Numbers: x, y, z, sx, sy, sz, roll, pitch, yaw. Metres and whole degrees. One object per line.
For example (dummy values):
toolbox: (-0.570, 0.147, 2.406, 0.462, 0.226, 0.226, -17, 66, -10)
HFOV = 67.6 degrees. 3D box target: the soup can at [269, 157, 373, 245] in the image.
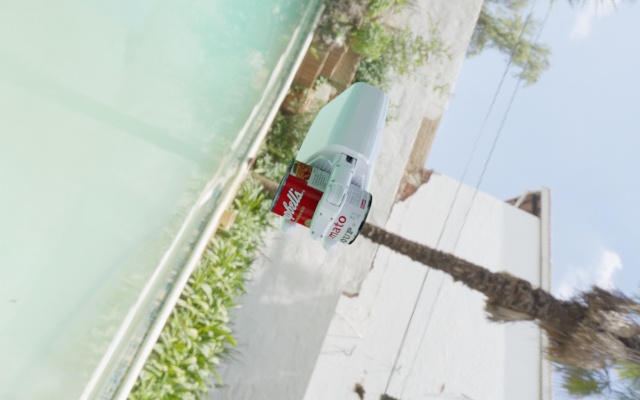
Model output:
soup can: (0.000, 0.002, 0.550, 0.102, 0.068, 0.068, 24, -3, -7)
